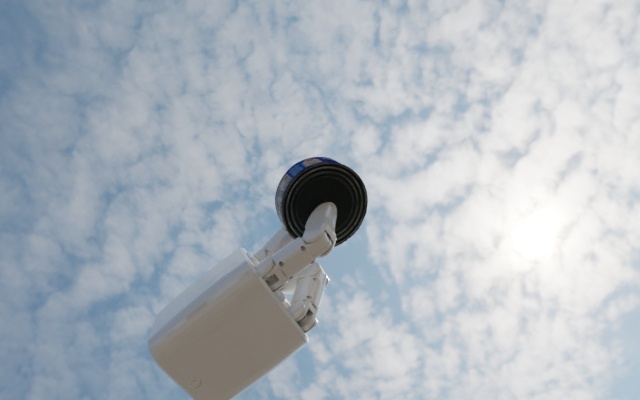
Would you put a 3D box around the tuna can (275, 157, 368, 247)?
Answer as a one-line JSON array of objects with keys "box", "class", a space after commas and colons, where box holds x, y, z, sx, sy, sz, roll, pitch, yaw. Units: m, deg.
[{"box": [0.000, 0.001, 0.463, 0.086, 0.086, 0.033, 0, 16, -20], "class": "tuna can"}]
